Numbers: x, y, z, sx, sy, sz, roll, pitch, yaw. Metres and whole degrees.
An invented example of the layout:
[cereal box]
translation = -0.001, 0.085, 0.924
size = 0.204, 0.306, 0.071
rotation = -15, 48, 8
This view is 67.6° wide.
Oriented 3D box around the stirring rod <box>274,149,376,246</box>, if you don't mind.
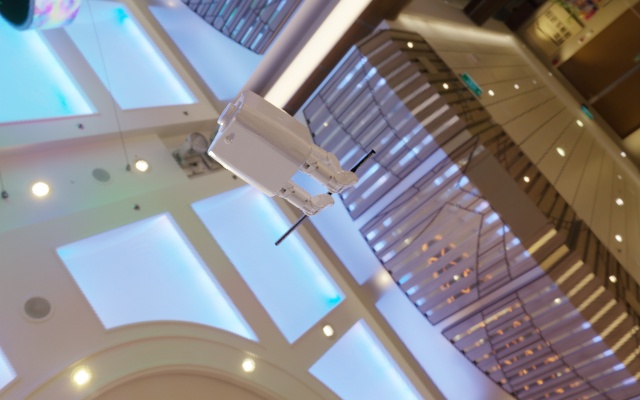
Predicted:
[stirring rod]
translation = 0.000, 0.002, 0.720
size = 0.011, 0.011, 0.240
rotation = 0, -35, -48
